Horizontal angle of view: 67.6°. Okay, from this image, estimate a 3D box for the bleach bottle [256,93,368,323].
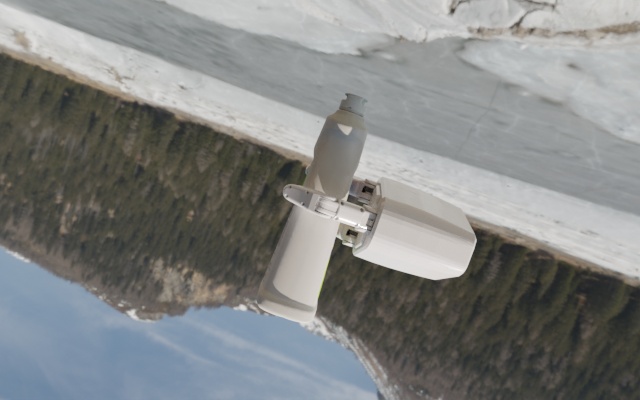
[{"bbox_3d":[0.000,0.002,0.540,0.068,0.251,0.102,19,4,-4],"label":"bleach bottle"}]
